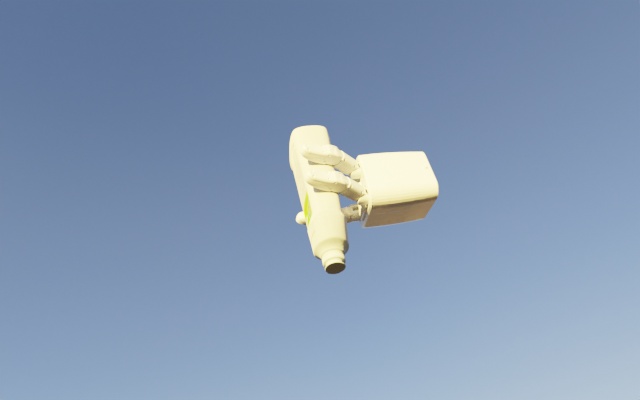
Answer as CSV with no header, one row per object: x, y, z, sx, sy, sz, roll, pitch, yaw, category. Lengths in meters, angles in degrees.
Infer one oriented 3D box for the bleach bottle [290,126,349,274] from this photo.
0.000,0.002,0.717,0.068,0.250,0.103,-6,-41,-7,bleach bottle
